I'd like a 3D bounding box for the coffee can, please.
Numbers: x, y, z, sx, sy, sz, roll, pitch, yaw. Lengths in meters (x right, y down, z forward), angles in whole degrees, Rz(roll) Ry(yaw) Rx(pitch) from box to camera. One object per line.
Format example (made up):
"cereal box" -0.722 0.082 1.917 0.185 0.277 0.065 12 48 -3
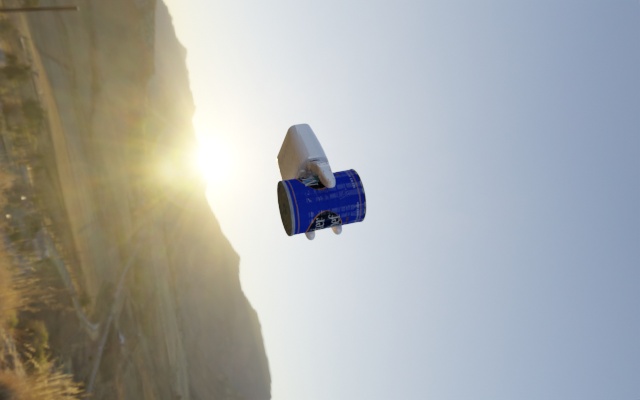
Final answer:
"coffee can" 0.000 0.003 0.874 0.140 0.103 0.103 -10 3 -15
